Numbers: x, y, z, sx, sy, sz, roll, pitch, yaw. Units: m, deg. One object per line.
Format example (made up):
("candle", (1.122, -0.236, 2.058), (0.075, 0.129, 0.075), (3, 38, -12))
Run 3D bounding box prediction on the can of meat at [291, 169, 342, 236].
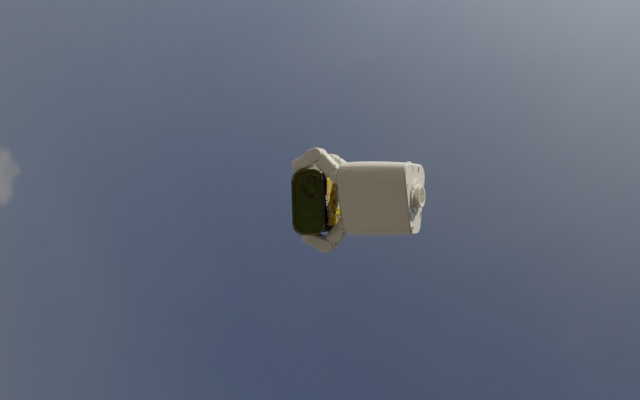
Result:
("can of meat", (0.000, 0.003, 0.767), (0.057, 0.102, 0.084), (-2, -1, 30))
